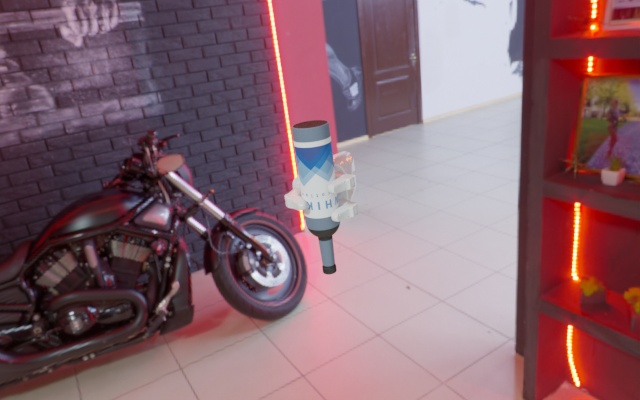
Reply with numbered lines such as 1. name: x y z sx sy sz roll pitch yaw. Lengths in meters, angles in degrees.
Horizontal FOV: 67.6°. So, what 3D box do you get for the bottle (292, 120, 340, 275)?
1. bottle: 0.000 0.003 0.889 0.069 0.296 0.069 -7 21 3
